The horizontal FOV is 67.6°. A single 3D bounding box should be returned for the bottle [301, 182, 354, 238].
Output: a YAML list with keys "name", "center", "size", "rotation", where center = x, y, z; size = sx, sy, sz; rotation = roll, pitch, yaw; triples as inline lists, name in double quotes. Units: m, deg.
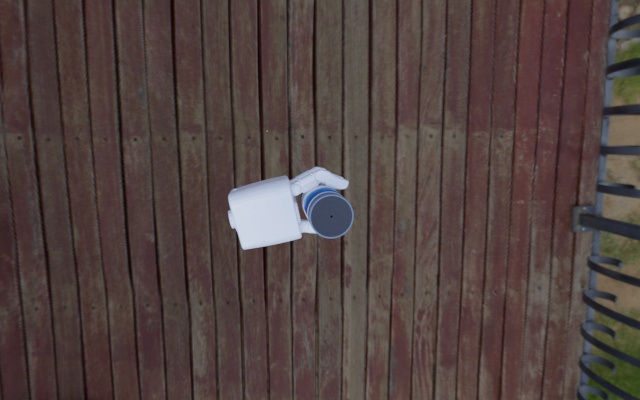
- name: "bottle"
  center: [0.000, 0.003, 0.846]
  size: [0.069, 0.069, 0.295]
  rotation: [0, 8, -6]
